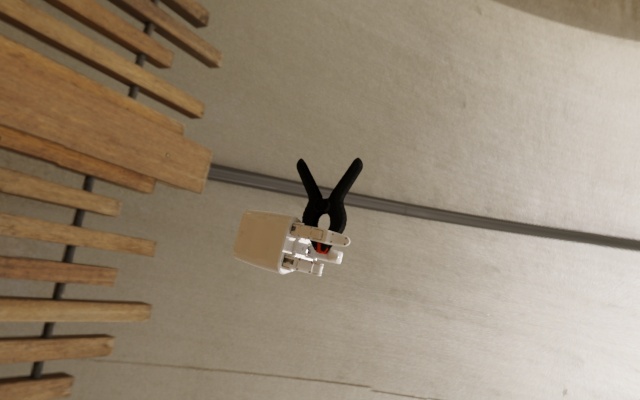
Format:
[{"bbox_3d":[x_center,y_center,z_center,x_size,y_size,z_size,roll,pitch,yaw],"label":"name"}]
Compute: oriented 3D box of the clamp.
[{"bbox_3d":[0.000,0.003,0.817,0.120,0.171,0.039,10,-8,30],"label":"clamp"}]
